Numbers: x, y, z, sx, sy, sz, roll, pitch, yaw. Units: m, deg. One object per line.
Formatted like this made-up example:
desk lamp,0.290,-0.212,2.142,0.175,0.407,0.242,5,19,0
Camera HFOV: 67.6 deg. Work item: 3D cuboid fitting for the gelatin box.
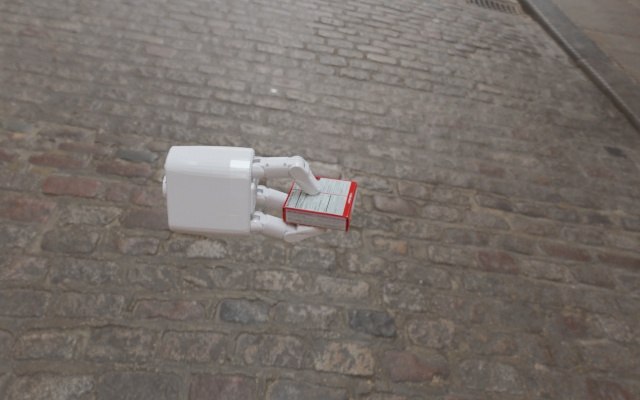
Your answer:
gelatin box,0.000,0.002,0.643,0.089,0.030,0.073,7,42,10
